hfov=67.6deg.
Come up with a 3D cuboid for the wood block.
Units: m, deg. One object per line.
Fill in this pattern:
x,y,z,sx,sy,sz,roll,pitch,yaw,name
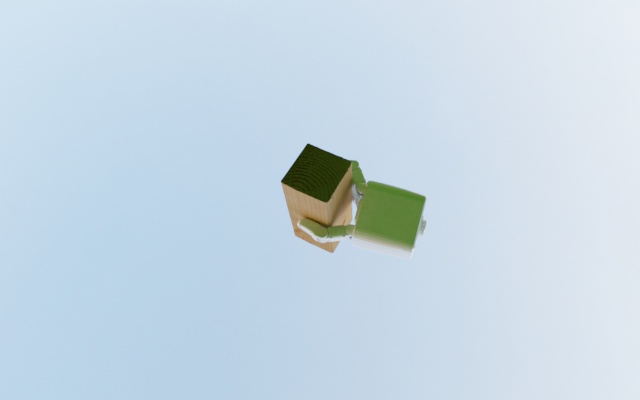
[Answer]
0.000,0.003,0.868,0.090,0.090,0.206,25,-25,17,wood block
